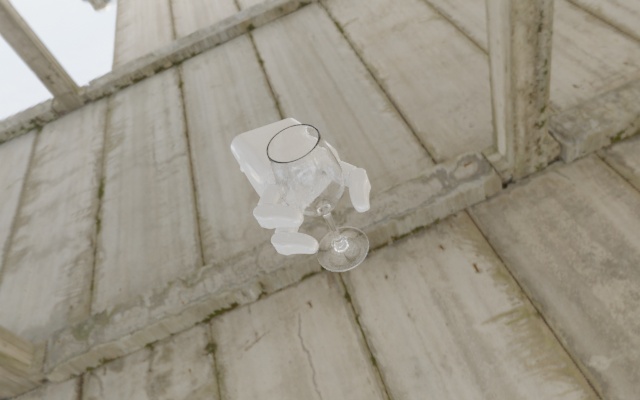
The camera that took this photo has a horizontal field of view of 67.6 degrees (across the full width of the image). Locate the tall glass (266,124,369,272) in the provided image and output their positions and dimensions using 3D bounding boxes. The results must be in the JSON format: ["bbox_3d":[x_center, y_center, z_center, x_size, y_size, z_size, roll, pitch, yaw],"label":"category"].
[{"bbox_3d":[0.000,0.002,0.583,0.079,0.079,0.201,0,-40,23],"label":"tall glass"}]
